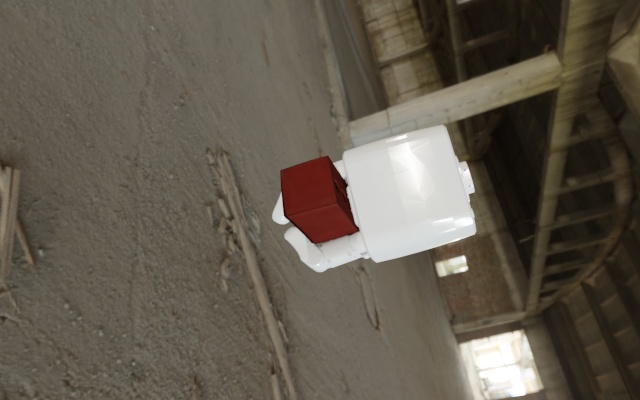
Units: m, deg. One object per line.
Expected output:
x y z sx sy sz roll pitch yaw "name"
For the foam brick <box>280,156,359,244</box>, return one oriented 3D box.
0.000 0.002 0.468 0.051 0.053 0.078 -16 -29 14 "foam brick"
